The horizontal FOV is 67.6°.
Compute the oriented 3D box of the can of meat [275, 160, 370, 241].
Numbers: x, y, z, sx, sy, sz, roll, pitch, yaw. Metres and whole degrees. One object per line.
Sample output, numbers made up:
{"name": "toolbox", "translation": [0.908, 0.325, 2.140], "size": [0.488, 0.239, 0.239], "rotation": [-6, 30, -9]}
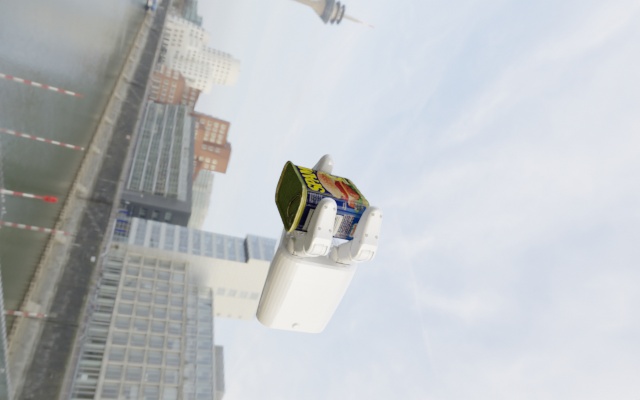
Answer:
{"name": "can of meat", "translation": [0.000, 0.002, 0.555], "size": [0.084, 0.057, 0.102], "rotation": [13, 21, -21]}
